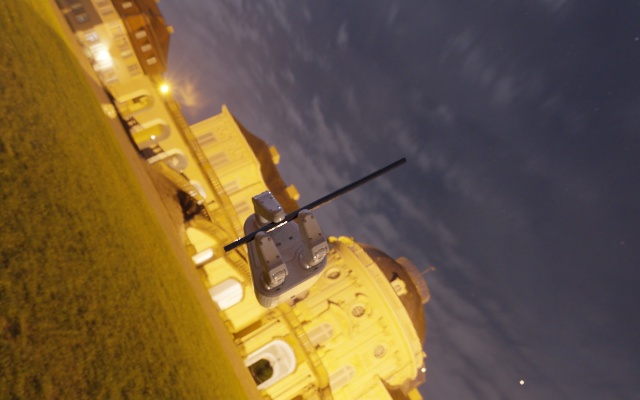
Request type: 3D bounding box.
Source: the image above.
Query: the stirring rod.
[{"bbox_3d":[0.000,0.002,0.547,0.239,0.011,0.011,-27,8,-18],"label":"stirring rod"}]
